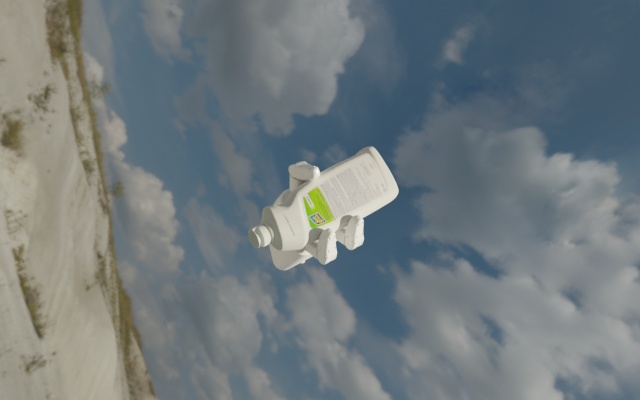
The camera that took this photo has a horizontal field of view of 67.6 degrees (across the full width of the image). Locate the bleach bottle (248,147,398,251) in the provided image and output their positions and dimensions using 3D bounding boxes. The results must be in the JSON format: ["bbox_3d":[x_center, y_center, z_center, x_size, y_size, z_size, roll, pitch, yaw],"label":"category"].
[{"bbox_3d":[0.000,0.002,0.728,0.251,0.102,0.068,-24,-11,-32],"label":"bleach bottle"}]
